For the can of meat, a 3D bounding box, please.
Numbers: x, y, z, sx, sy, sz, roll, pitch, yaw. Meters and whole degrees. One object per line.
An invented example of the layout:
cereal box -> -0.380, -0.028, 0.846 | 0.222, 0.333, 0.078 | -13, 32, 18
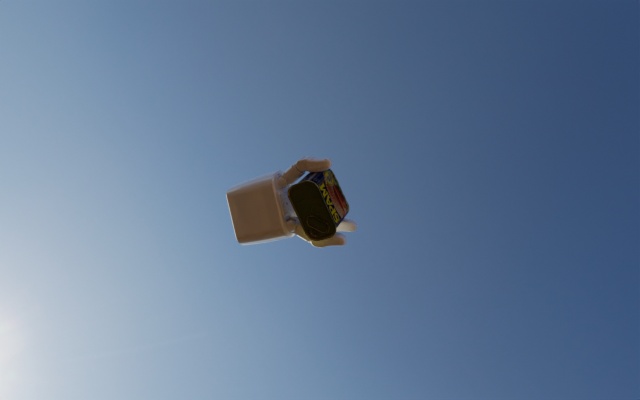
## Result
can of meat -> 0.000, 0.002, 0.791 | 0.057, 0.102, 0.084 | -18, 14, 27
